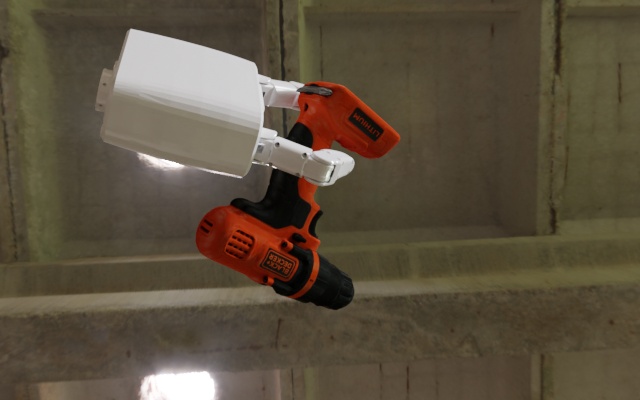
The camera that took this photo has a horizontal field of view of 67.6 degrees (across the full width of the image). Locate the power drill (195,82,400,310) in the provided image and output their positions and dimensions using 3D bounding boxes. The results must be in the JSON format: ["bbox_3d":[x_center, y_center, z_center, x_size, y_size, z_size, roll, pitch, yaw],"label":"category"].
[{"bbox_3d":[0.000,0.001,0.447,0.184,0.187,0.057,33,-9,-40],"label":"power drill"}]
